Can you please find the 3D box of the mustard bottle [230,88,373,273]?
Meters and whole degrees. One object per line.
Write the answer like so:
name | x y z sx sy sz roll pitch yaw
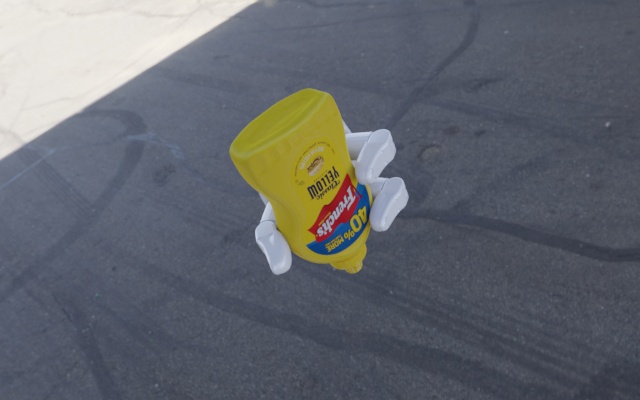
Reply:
mustard bottle | 0.000 0.001 0.442 0.096 0.192 0.058 -42 40 -19
